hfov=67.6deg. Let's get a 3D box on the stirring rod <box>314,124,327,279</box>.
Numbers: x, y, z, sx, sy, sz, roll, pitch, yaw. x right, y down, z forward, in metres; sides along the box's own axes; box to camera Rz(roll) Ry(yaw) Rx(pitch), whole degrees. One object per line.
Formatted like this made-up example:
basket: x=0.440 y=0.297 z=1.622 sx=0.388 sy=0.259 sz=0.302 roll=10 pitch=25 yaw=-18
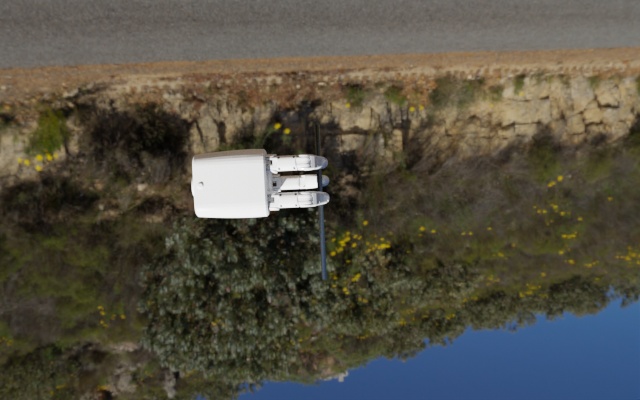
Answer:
stirring rod: x=0.000 y=0.002 z=0.742 sx=0.011 sy=0.239 sz=0.011 roll=-3 pitch=1 yaw=0
